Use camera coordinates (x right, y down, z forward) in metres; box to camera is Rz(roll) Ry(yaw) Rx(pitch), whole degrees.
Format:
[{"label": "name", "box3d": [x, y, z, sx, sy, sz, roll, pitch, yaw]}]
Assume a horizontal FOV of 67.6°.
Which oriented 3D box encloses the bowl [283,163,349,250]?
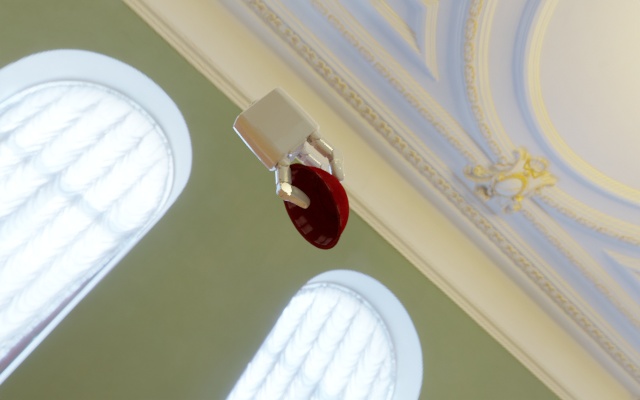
[{"label": "bowl", "box3d": [0.001, 0.004, 0.841, 0.055, 0.162, 0.162, -25, 14, -33]}]
